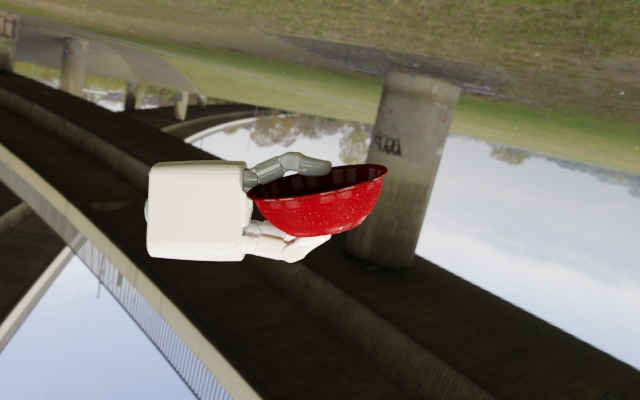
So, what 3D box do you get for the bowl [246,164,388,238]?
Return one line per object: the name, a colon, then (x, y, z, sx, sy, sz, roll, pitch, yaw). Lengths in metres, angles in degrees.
bowl: (0.001, 0.002, 0.543, 0.162, 0.055, 0.162, -10, 12, 2)
